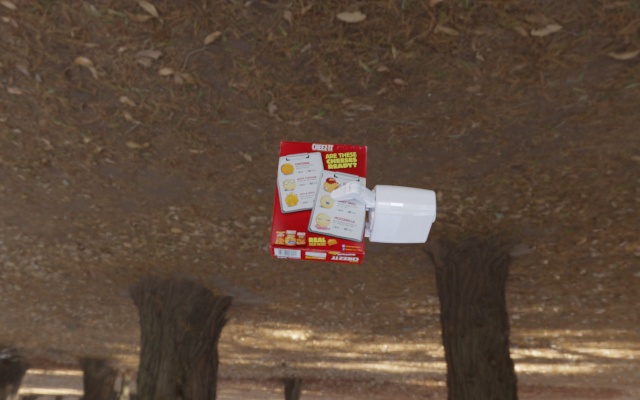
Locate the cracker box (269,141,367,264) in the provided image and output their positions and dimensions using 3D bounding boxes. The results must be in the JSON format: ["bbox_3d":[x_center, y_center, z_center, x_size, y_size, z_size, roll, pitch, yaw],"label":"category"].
[{"bbox_3d":[0.000,0.003,0.873,0.164,0.213,0.072,4,-26,0],"label":"cracker box"}]
